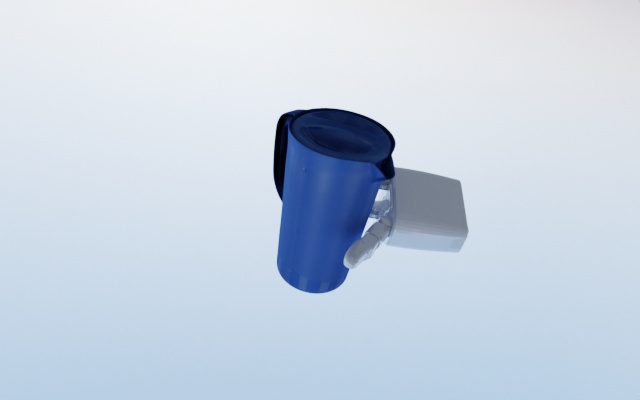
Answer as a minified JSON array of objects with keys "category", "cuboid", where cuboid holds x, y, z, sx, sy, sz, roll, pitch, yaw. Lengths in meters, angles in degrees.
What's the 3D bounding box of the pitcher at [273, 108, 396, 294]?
[{"category":"pitcher","cuboid":[0.000,0.002,0.652,0.145,0.243,0.149,7,35,-8]}]
